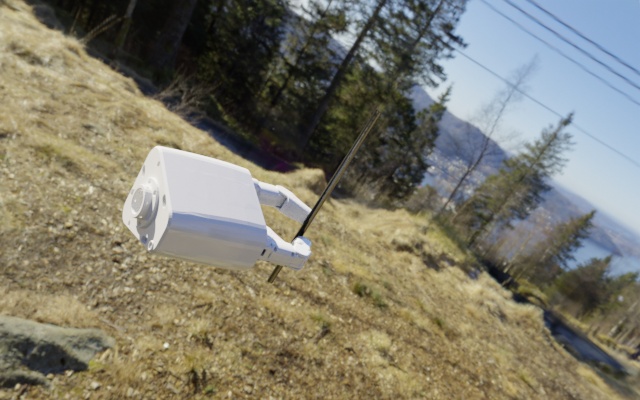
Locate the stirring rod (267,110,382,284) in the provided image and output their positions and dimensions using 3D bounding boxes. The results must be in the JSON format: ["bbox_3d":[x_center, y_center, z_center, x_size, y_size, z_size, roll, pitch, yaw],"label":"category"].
[{"bbox_3d":[0.000,0.002,0.546,0.011,0.239,0.011,29,18,-10],"label":"stirring rod"}]
